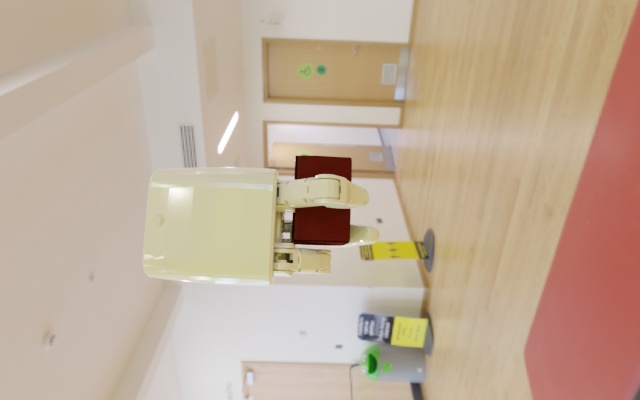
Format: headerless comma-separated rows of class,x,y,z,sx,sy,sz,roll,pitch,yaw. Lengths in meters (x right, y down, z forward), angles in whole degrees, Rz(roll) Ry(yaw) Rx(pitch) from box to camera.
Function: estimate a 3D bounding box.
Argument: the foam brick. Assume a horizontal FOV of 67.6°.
foam brick,0.000,0.001,0.437,0.051,0.078,0.053,3,-9,-2
